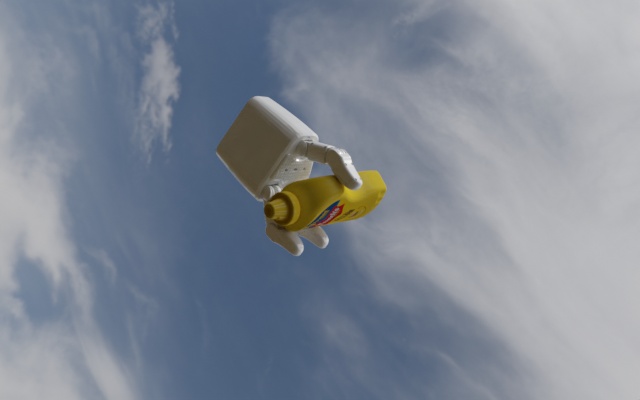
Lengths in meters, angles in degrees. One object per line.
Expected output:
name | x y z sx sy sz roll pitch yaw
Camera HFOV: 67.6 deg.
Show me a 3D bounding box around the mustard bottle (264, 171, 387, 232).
mustard bottle | 0.000 0.002 0.624 0.096 0.058 0.191 -36 -17 36
